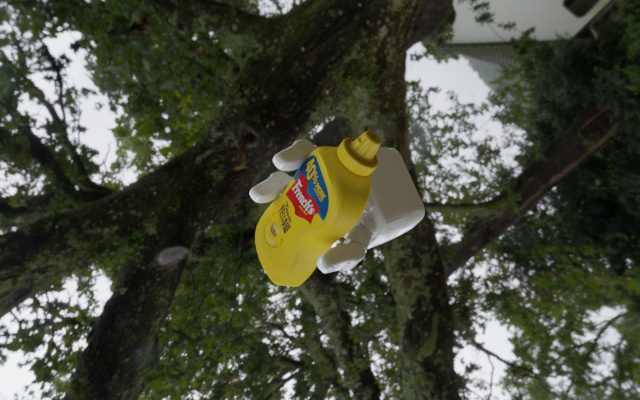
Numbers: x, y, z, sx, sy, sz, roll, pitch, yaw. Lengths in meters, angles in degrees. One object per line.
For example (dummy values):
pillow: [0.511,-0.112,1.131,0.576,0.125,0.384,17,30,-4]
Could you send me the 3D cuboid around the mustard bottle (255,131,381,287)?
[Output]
mustard bottle: [0.000,0.002,0.499,0.058,0.096,0.192,14,-48,-33]
